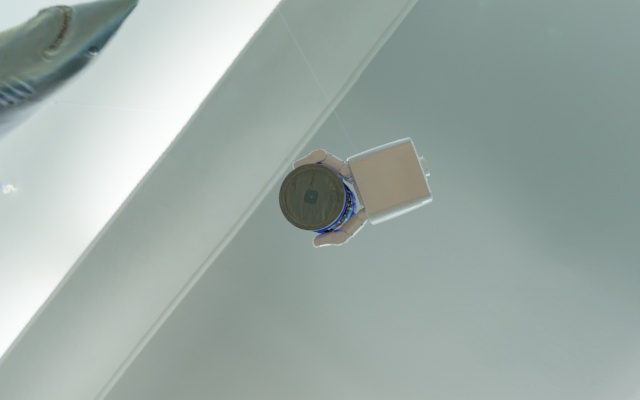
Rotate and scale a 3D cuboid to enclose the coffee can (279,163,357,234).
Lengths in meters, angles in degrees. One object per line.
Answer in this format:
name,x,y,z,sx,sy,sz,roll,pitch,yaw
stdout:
coffee can,0.000,0.003,0.786,0.103,0.103,0.140,0,-7,12
